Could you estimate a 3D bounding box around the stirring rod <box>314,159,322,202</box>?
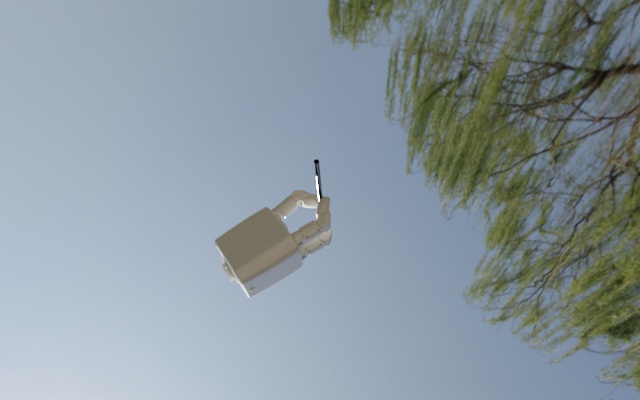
[{"bbox_3d":[0.000,0.003,0.801,0.011,0.011,0.240,0,-30,3],"label":"stirring rod"}]
